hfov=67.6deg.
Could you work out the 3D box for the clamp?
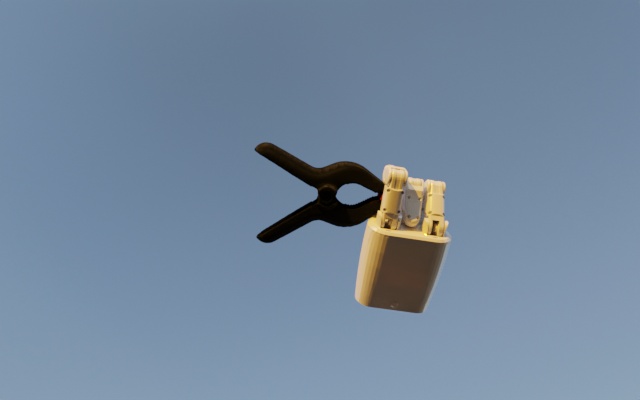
[{"bbox_3d":[0.000,0.002,0.569,0.171,0.120,0.039,10,20,-1],"label":"clamp"}]
